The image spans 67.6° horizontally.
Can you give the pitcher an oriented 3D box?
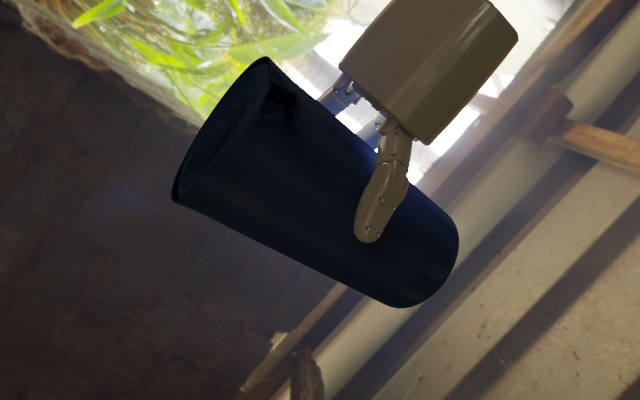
[{"bbox_3d":[0.000,0.001,0.428,0.243,0.145,0.149,34,14,-26],"label":"pitcher"}]
